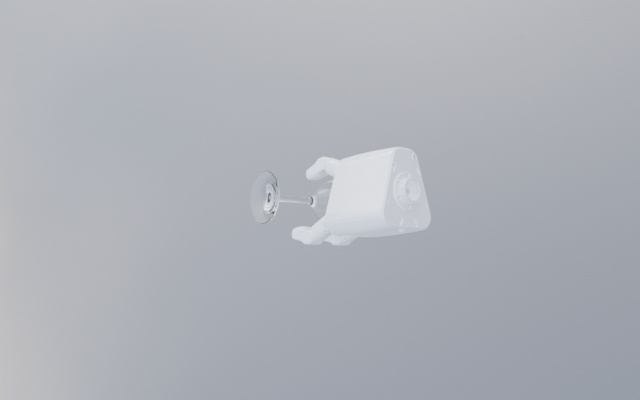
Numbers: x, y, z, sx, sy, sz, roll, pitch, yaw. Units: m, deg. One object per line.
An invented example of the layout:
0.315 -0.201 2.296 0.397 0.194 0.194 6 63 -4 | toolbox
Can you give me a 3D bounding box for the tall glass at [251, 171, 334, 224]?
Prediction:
-0.001 0.002 0.723 0.201 0.079 0.079 5 -3 -38 | tall glass
